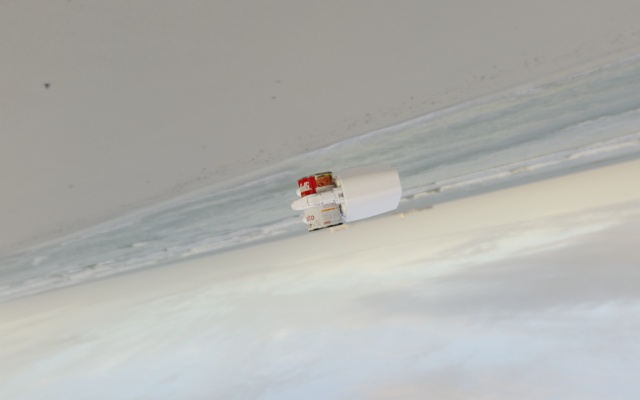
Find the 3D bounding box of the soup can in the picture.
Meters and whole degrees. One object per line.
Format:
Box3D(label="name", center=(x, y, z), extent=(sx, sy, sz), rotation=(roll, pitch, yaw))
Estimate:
Box3D(label="soup can", center=(0.000, 0.003, 0.898), extent=(0.068, 0.102, 0.068), rotation=(-13, -3, -1))
